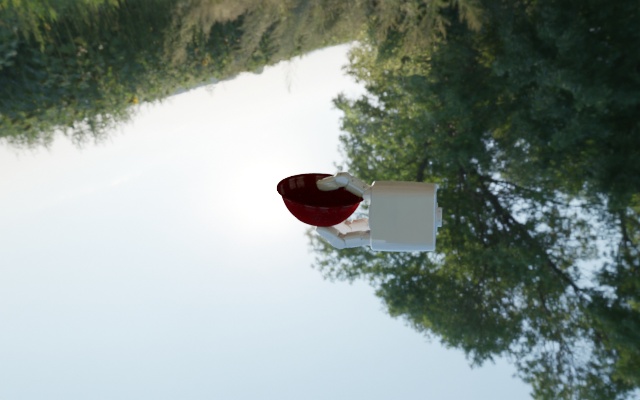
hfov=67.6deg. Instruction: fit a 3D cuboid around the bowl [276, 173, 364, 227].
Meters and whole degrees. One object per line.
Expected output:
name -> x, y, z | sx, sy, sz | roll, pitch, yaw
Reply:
bowl -> -0.001, 0.003, 0.849 | 0.162, 0.055, 0.162 | 4, 24, -2
